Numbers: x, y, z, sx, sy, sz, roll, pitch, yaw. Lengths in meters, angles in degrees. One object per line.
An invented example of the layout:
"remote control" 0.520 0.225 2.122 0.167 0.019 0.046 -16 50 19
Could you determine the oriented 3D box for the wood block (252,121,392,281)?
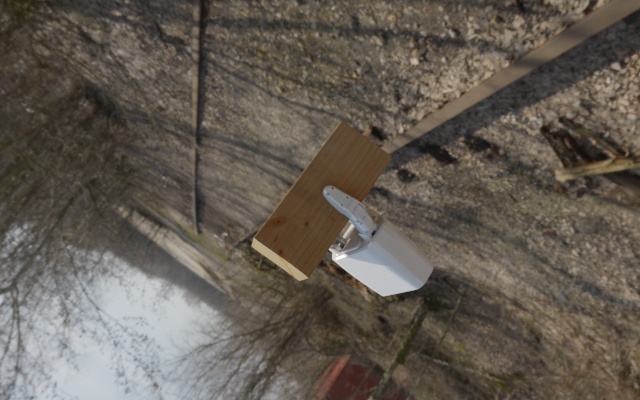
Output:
"wood block" 0.000 0.003 0.679 0.090 0.206 0.091 36 -16 -2
